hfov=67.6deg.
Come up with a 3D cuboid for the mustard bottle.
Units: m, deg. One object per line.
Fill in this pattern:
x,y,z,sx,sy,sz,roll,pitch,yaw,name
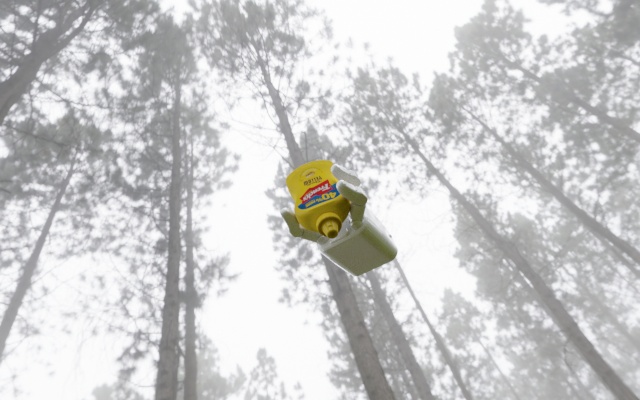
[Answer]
0.000,0.002,0.823,0.096,0.058,0.191,-20,35,0,mustard bottle
